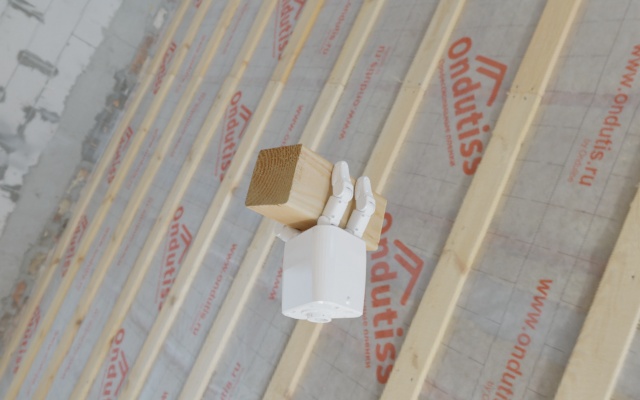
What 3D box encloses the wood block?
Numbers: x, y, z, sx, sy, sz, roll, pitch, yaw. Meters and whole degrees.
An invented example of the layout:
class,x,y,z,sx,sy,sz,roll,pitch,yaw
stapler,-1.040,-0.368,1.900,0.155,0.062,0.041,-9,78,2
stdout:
class,x,y,z,sx,sy,sz,roll,pitch,yaw
wood block,0.000,0.003,0.718,0.091,0.090,0.206,-3,-23,42
